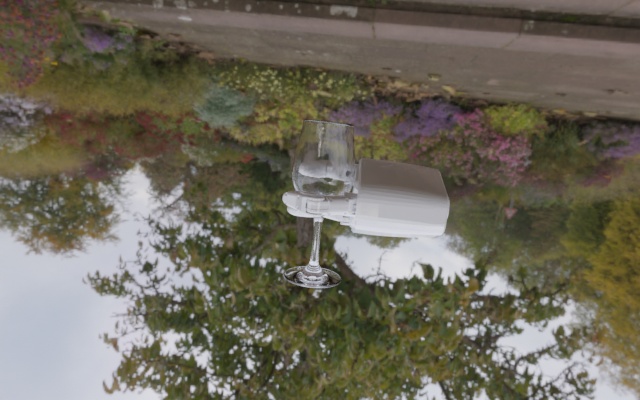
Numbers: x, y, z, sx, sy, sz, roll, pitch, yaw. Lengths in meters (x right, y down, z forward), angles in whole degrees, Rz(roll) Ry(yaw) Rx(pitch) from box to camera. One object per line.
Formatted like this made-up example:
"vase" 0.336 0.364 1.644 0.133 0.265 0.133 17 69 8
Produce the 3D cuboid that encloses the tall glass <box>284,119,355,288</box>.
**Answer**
"tall glass" 0.000 0.003 0.598 0.079 0.201 0.079 5 11 -1
